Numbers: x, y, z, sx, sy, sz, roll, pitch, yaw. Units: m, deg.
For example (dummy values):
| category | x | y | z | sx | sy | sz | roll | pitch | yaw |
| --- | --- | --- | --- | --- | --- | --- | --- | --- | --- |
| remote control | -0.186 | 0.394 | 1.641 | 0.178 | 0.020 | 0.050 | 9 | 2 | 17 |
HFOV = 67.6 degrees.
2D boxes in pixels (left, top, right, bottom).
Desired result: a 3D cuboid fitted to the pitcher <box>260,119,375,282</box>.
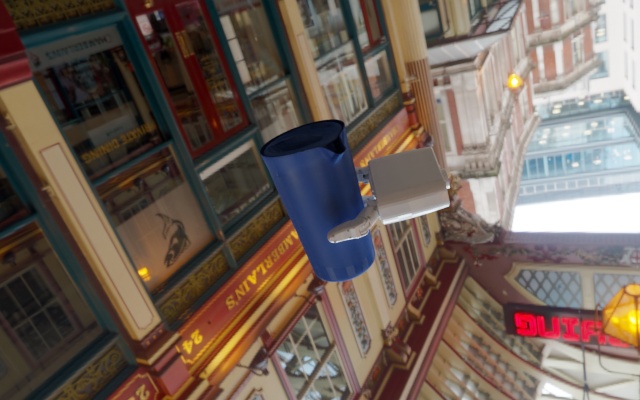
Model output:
| category | x | y | z | sx | sy | sz | roll | pitch | yaw |
| --- | --- | --- | --- | --- | --- | --- | --- | --- | --- |
| pitcher | 0.000 | 0.002 | 0.763 | 0.145 | 0.243 | 0.149 | -15 | 24 | 9 |
